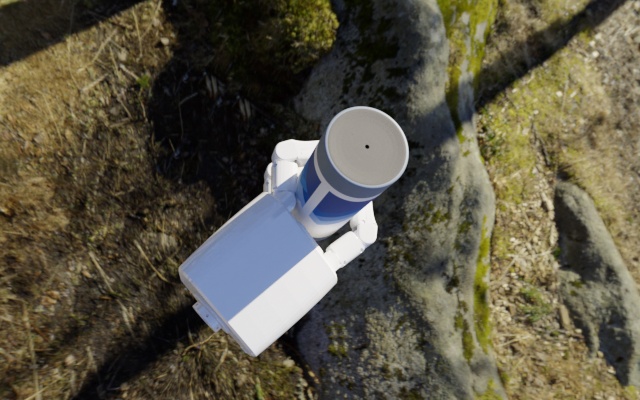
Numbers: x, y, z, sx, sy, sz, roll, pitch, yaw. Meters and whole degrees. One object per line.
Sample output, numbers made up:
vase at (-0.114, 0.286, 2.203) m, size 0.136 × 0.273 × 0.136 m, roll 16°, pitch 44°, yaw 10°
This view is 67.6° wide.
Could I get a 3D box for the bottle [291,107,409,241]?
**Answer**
bottle at (0.000, 0.001, 0.491) m, size 0.069 × 0.069 × 0.296 m, roll 0°, pitch -17°, yaw -14°
